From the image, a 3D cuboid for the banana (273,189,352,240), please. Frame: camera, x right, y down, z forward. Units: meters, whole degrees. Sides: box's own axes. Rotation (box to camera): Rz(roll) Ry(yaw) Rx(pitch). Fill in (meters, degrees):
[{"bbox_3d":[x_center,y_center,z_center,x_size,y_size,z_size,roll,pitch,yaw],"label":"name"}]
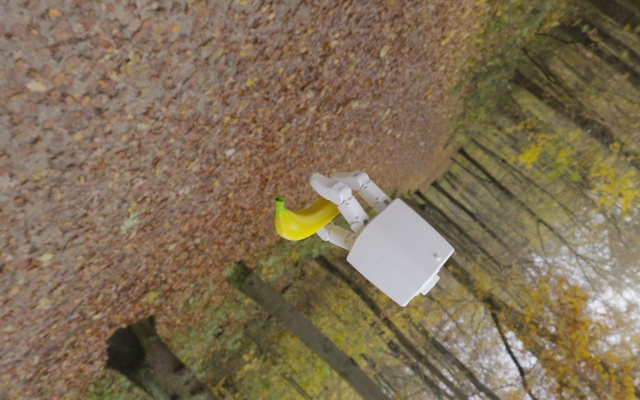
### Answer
[{"bbox_3d":[-0.010,0.017,0.663,0.037,0.070,0.198,39,23,18],"label":"banana"}]
